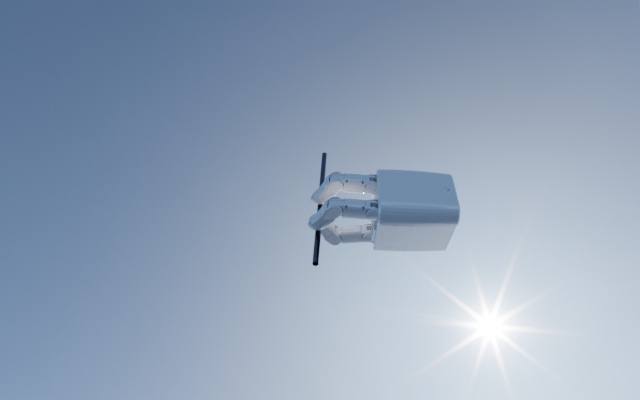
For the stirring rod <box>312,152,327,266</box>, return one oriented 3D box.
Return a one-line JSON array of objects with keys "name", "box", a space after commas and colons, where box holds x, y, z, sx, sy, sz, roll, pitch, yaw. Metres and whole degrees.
[{"name": "stirring rod", "box": [0.000, 0.002, 0.698, 0.011, 0.011, 0.239, 0, 41, 4]}]
